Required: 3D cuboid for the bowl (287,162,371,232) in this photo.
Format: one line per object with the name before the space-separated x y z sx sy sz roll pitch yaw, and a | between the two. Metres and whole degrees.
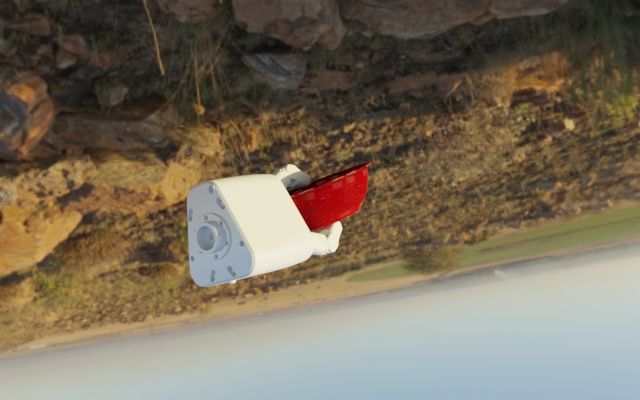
bowl | 0.001 0.002 0.641 0.162 0.055 0.162 -21 5 2
